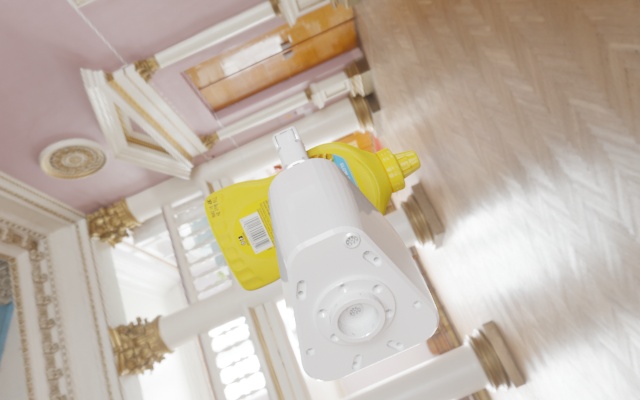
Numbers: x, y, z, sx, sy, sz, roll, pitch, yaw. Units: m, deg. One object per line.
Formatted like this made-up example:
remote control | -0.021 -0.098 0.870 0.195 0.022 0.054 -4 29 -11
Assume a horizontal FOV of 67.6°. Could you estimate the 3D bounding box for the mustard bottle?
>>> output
mustard bottle | 0.000 0.001 0.434 0.191 0.096 0.058 -24 2 2
